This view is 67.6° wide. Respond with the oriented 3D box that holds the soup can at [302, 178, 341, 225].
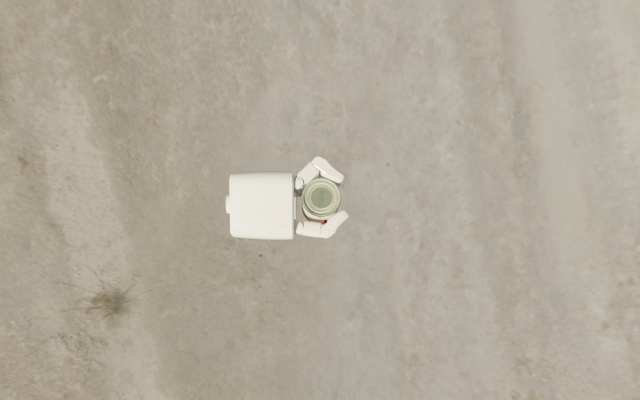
[{"bbox_3d":[0.001,0.003,0.836,0.068,0.068,0.102,0,-10,-1],"label":"soup can"}]
